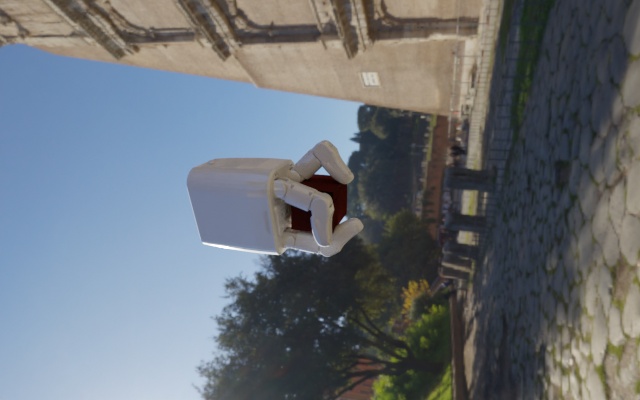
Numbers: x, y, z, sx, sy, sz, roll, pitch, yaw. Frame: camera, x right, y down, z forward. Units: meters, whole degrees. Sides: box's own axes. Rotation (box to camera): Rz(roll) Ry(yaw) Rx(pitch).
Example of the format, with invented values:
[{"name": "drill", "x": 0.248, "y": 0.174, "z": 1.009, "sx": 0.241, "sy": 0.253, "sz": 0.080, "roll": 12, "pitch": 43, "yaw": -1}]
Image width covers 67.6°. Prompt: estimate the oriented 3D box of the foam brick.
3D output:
[{"name": "foam brick", "x": 0.000, "y": 0.002, "z": 0.586, "sx": 0.051, "sy": 0.053, "sz": 0.078, "roll": 5, "pitch": 17, "yaw": 15}]
